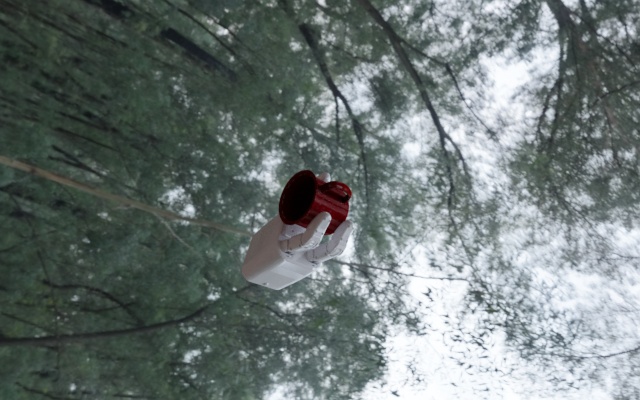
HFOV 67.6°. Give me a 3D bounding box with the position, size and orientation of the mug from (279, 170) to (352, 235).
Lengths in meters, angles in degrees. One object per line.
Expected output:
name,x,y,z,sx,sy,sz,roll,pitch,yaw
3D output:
mug,0.001,0.002,0.769,0.081,0.093,0.117,25,-43,-37
